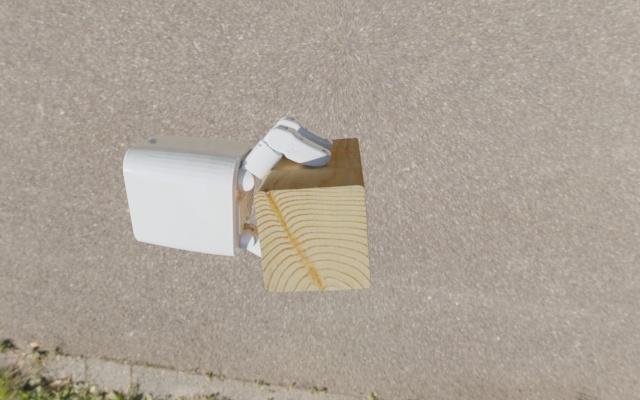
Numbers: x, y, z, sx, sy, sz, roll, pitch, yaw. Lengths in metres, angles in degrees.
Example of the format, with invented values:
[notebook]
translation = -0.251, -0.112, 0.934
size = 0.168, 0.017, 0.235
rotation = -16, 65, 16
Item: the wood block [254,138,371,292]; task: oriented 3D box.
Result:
[wood block]
translation = 0.000, 0.002, 0.479
size = 0.090, 0.091, 0.206
rotation = -3, 18, 4
